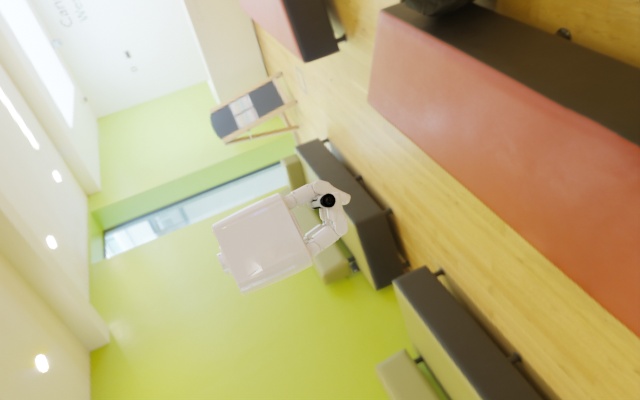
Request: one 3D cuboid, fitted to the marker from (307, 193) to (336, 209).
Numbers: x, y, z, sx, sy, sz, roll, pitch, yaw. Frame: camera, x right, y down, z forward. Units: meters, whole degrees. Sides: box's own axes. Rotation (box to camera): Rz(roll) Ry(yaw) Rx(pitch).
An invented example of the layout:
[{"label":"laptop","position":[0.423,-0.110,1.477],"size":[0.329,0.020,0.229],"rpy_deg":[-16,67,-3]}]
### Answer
[{"label":"marker","position":[0.000,0.002,0.666],"size":[0.020,0.020,0.121],"rpy_deg":[0,-2,-11]}]
